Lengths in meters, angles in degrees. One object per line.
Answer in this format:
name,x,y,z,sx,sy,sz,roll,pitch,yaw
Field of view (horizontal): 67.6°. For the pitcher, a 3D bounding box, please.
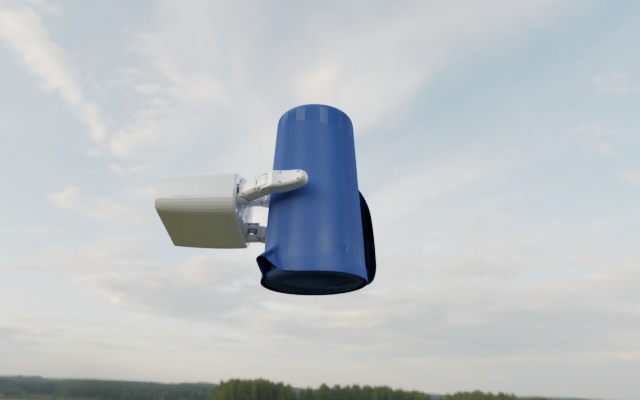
pitcher,0.000,0.002,0.640,0.145,0.242,0.149,-2,-23,5
